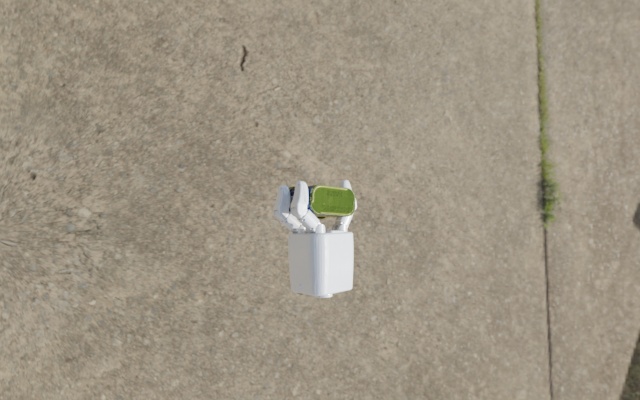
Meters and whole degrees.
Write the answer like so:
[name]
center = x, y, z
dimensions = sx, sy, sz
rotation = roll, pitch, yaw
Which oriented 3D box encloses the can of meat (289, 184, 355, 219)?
[can of meat]
center = 0.000, 0.003, 0.860
dimensions = 0.102, 0.057, 0.084
rotation = 5, -6, -35
